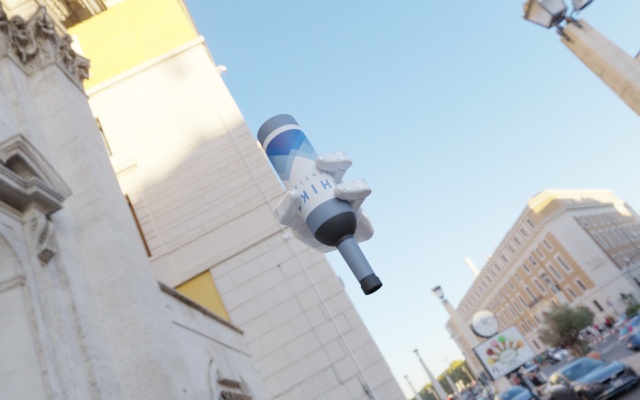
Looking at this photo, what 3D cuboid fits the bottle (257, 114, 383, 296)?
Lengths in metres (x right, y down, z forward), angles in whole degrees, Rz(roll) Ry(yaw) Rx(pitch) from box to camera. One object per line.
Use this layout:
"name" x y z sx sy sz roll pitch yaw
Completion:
"bottle" 0.000 0.002 0.676 0.069 0.295 0.069 -25 -27 -14
